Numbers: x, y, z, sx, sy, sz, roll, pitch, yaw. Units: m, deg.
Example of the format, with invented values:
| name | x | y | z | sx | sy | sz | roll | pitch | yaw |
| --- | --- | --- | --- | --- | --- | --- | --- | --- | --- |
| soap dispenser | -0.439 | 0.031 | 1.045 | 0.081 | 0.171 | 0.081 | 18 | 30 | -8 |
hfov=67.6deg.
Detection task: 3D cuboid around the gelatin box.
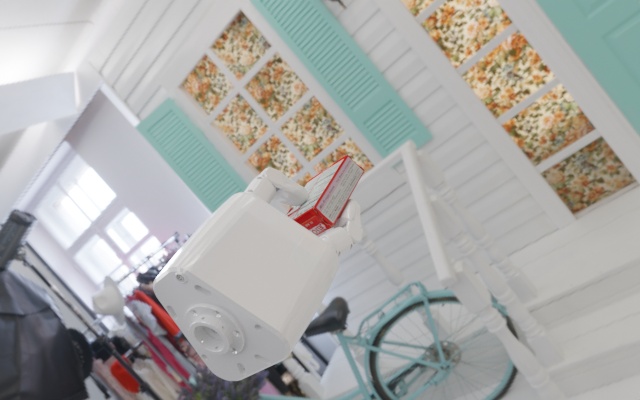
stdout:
| name | x | y | z | sx | sy | sz | roll | pitch | yaw |
| --- | --- | --- | --- | --- | --- | --- | --- | --- | --- |
| gelatin box | 0.000 | 0.001 | 0.501 | 0.030 | 0.089 | 0.073 | 42 | -40 | -14 |
